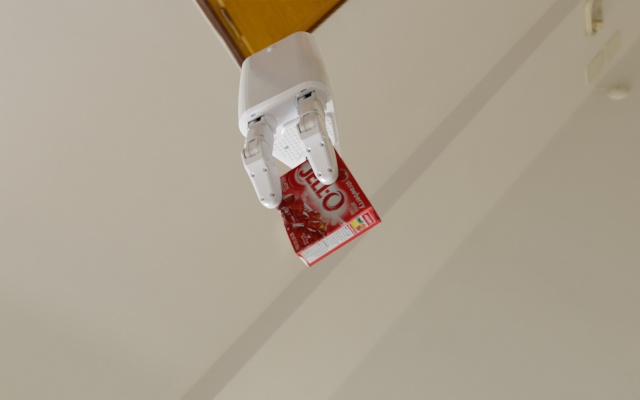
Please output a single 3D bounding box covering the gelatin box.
[{"bbox_3d":[0.000,0.002,0.415,0.073,0.089,0.030,-32,-41,5],"label":"gelatin box"}]
